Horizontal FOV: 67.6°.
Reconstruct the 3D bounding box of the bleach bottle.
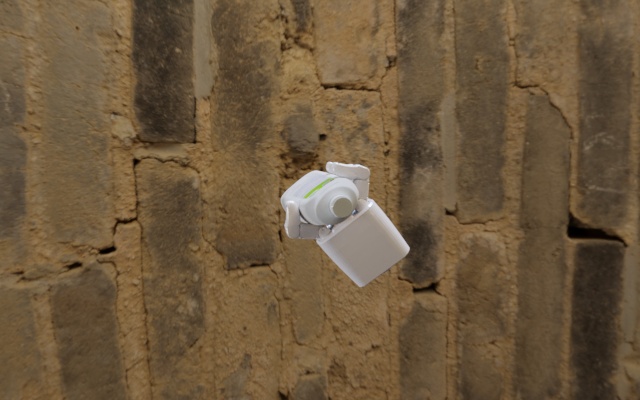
[{"bbox_3d":[0.000,0.002,0.774,0.102,0.068,0.251,-42,12,-4],"label":"bleach bottle"}]
